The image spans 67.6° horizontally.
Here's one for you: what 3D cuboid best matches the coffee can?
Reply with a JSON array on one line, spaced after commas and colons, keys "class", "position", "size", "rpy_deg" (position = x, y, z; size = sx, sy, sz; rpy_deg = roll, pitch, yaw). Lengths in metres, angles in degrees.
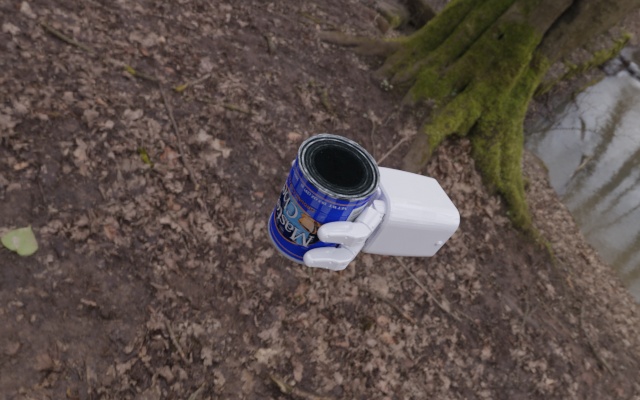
[{"class": "coffee can", "position": [0.000, 0.002, 0.602], "size": [0.103, 0.102, 0.140], "rpy_deg": [0, -38, -24]}]
